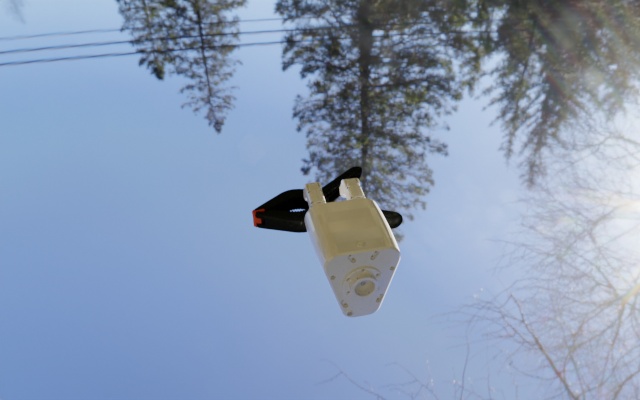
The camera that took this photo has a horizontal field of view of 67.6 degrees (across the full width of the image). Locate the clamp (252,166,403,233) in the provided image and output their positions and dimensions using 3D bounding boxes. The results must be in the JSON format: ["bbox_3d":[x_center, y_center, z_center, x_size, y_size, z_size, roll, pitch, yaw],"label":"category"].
[{"bbox_3d":[0.000,0.003,0.729,0.210,0.036,0.164,-7,32,-9],"label":"clamp"}]
